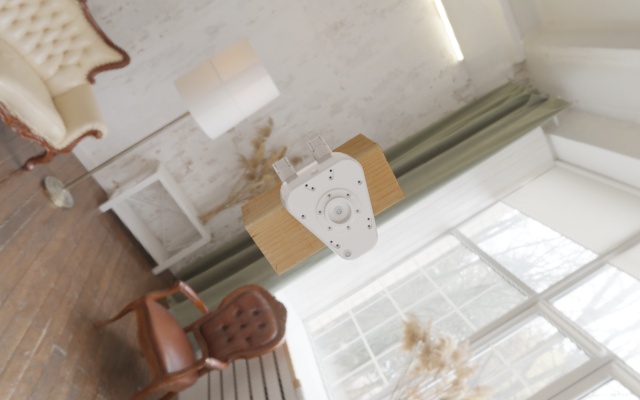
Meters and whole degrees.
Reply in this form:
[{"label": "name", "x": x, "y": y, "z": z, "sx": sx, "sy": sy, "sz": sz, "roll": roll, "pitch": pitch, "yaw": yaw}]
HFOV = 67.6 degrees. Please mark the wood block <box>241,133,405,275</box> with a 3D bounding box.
[{"label": "wood block", "x": 0.000, "y": 0.003, "z": 0.678, "sx": 0.206, "sy": 0.091, "sz": 0.090, "roll": -31, "pitch": 21, "yaw": -1}]
